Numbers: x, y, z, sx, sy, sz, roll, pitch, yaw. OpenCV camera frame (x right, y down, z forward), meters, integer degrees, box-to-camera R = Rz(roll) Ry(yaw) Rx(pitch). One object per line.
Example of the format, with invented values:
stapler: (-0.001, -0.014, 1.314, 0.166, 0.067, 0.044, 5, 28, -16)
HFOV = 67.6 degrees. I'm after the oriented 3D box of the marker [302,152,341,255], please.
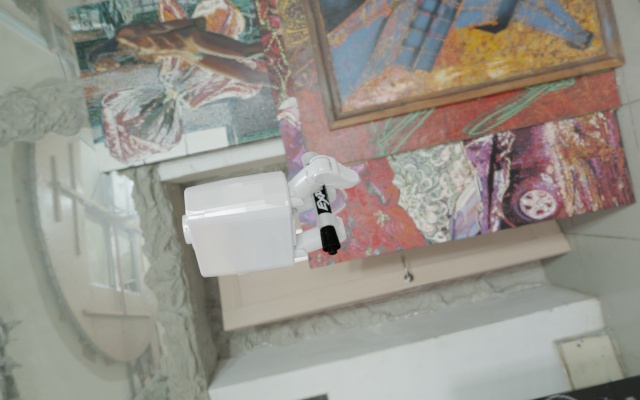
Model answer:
marker: (0.000, 0.002, 0.498, 0.020, 0.121, 0.020, -10, -31, -6)
